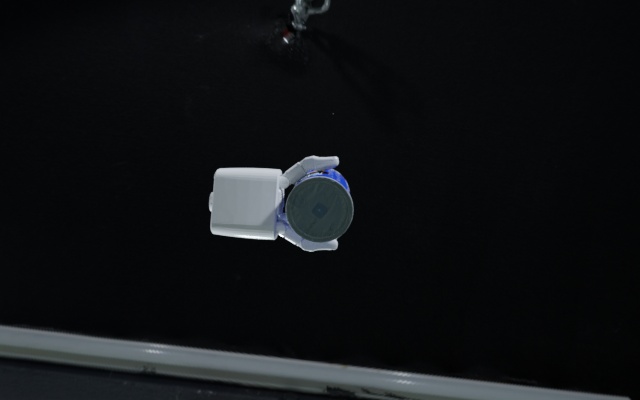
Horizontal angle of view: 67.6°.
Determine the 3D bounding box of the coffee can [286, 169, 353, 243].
[{"bbox_3d":[0.000,0.003,0.788,0.103,0.103,0.140,0,10,1],"label":"coffee can"}]
